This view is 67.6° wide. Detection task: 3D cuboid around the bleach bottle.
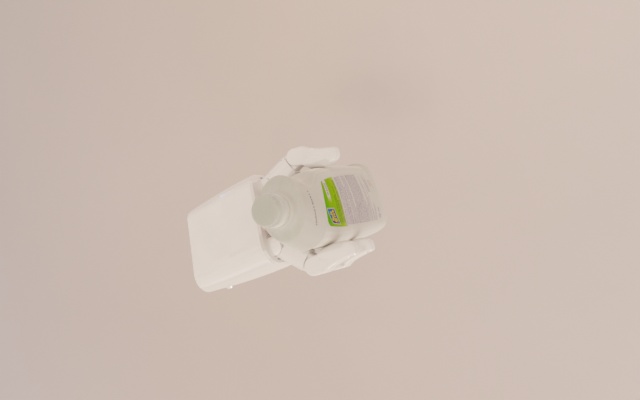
[{"bbox_3d":[0.000,0.002,0.535,0.068,0.102,0.251,-25,-11,23],"label":"bleach bottle"}]
